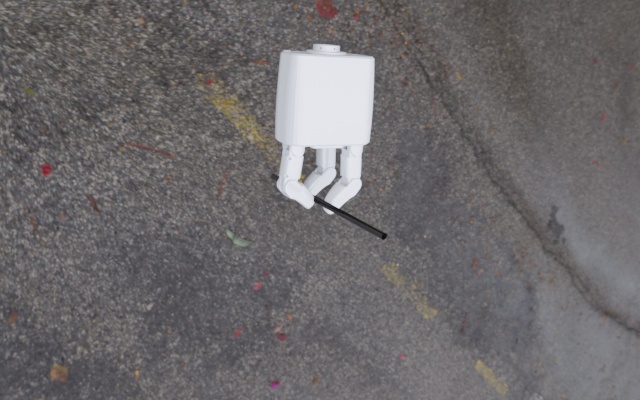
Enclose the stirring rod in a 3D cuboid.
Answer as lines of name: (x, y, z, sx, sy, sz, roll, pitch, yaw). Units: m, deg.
stirring rod: (0.000, 0.002, 0.615, 0.011, 0.011, 0.239, 0, 18, -38)
